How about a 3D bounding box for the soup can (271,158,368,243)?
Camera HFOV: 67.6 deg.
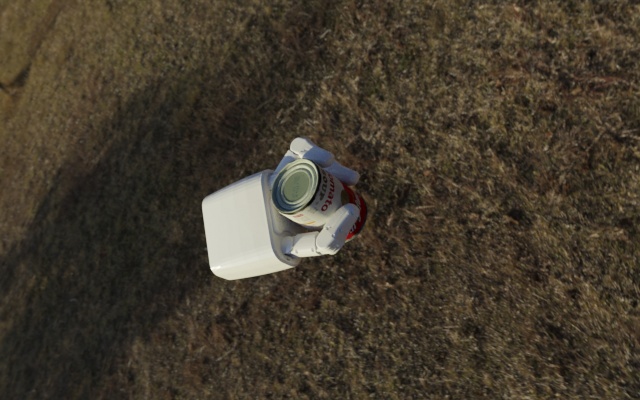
[{"bbox_3d":[0.000,0.002,0.549,0.068,0.068,0.102,0,-22,37],"label":"soup can"}]
